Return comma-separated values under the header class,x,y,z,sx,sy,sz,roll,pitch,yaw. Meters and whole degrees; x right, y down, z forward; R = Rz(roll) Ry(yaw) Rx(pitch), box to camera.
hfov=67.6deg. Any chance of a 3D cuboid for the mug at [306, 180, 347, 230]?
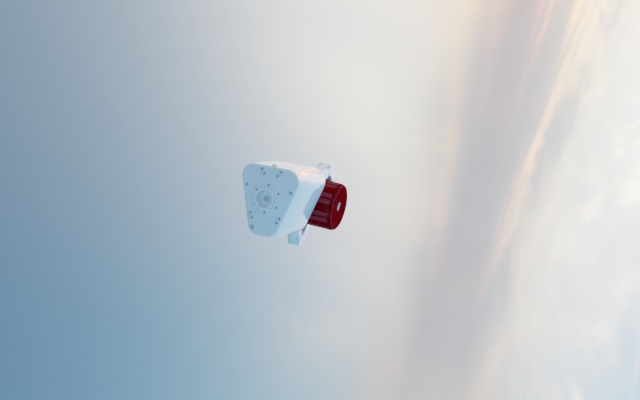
class,x,y,z,sx,sy,sz,roll,pitch,yaw
mug,0.001,0.003,0.839,0.081,0.093,0.117,14,9,19
